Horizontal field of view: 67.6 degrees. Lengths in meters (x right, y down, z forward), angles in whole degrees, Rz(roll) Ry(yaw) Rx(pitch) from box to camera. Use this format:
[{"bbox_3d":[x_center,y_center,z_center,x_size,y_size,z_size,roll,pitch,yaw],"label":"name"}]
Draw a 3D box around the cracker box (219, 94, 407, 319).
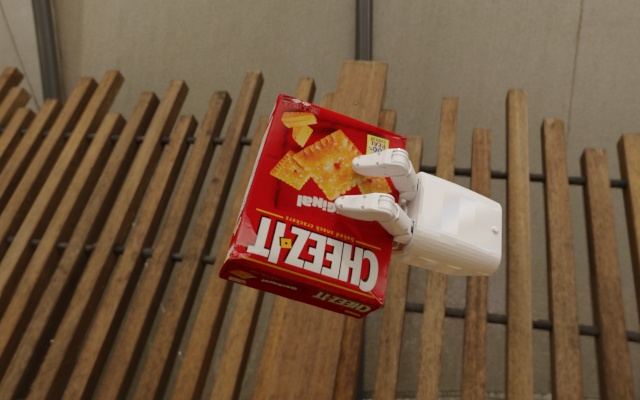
[{"bbox_3d":[0.000,0.002,0.532,0.164,0.213,0.072,18,-29,-10],"label":"cracker box"}]
